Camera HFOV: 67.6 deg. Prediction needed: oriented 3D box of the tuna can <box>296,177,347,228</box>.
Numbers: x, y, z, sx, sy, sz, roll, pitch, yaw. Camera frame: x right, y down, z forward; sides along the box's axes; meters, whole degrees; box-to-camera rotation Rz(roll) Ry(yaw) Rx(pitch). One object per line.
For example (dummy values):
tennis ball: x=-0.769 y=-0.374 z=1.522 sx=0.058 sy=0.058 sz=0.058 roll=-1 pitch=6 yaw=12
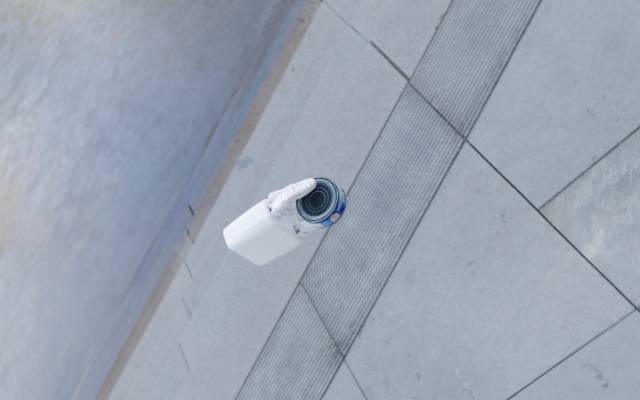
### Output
tuna can: x=0.000 y=0.003 z=0.829 sx=0.086 sy=0.086 sz=0.034 roll=0 pitch=-18 yaw=29
